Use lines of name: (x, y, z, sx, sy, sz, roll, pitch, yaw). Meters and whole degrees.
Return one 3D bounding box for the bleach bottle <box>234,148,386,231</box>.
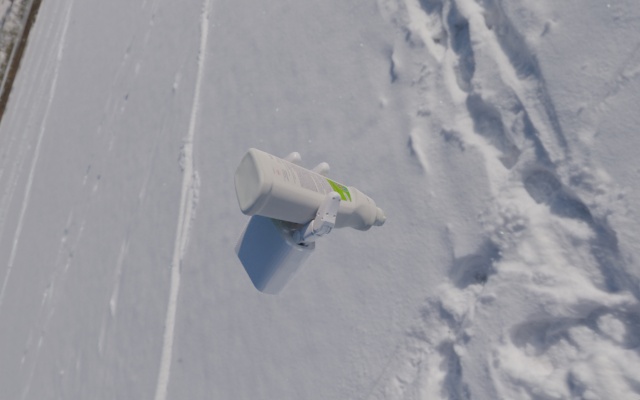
bleach bottle: (0.000, 0.002, 0.713, 0.251, 0.068, 0.102, 18, 31, -32)
